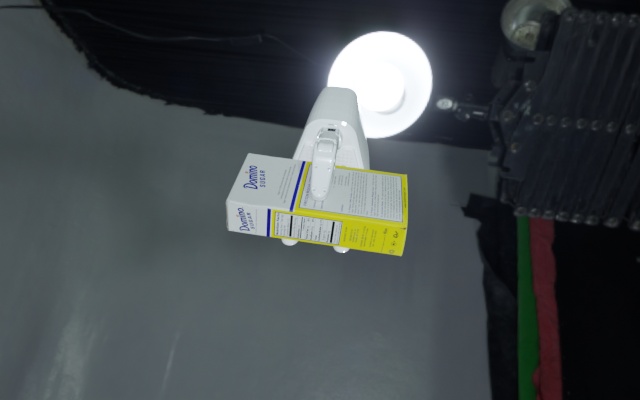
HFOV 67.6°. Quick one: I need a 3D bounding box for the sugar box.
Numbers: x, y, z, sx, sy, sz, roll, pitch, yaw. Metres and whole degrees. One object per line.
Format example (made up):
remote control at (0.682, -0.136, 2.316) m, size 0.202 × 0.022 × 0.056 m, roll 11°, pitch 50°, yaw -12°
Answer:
sugar box at (0.000, 0.002, 0.496) m, size 0.176 × 0.048 × 0.093 m, roll 7°, pitch 37°, yaw 4°
